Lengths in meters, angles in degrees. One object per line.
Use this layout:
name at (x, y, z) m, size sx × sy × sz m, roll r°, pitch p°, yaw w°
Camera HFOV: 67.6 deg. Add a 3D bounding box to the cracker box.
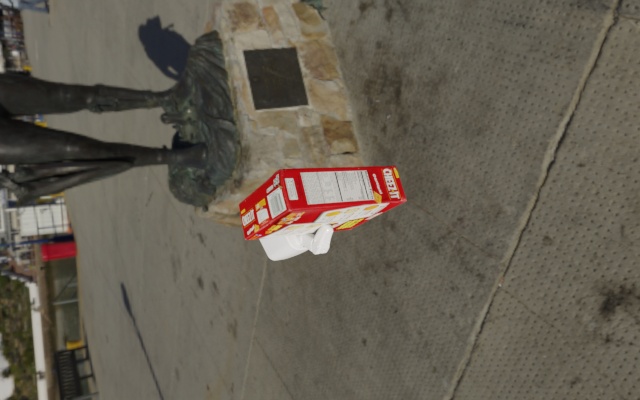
cracker box at (0.000, 0.003, 0.763) m, size 0.213 × 0.072 × 0.164 m, roll -5°, pitch -16°, yaw -32°
